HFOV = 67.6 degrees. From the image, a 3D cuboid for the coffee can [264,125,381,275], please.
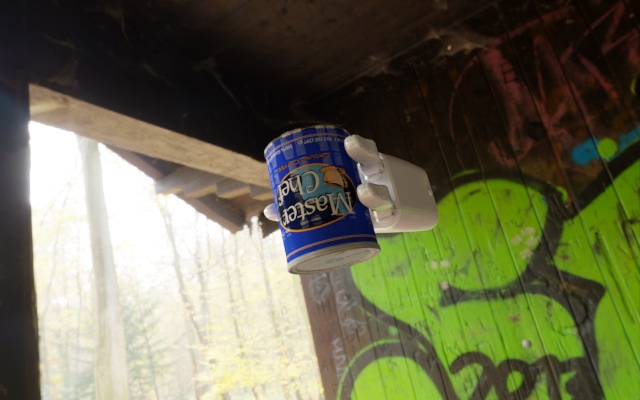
[{"bbox_3d":[0.000,0.002,0.533,0.103,0.140,0.103,-12,-18,-4],"label":"coffee can"}]
